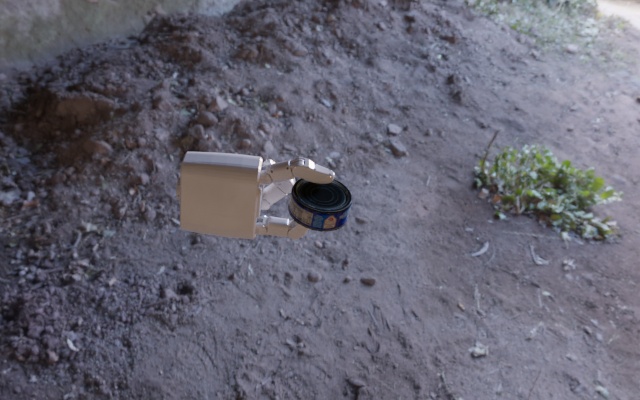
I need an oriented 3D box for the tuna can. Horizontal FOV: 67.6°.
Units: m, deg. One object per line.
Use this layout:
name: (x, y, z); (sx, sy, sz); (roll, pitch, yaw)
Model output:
tuna can: (0.000, 0.002, 0.656); (0.086, 0.034, 0.086); (8, 37, -6)
